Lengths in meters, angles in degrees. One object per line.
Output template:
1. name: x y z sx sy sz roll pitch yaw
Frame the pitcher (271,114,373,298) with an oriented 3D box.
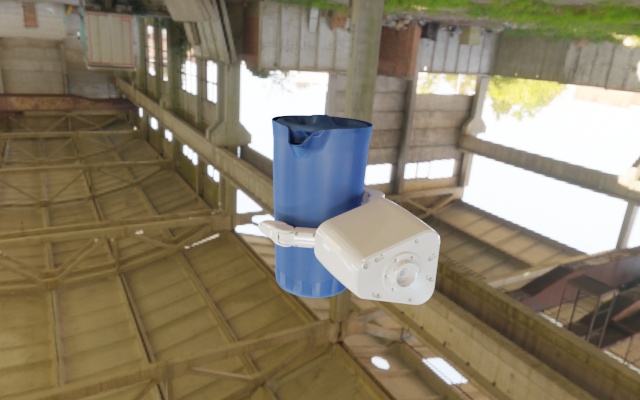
1. pitcher: 0.000 0.002 0.669 0.149 0.243 0.145 -4 19 -24
